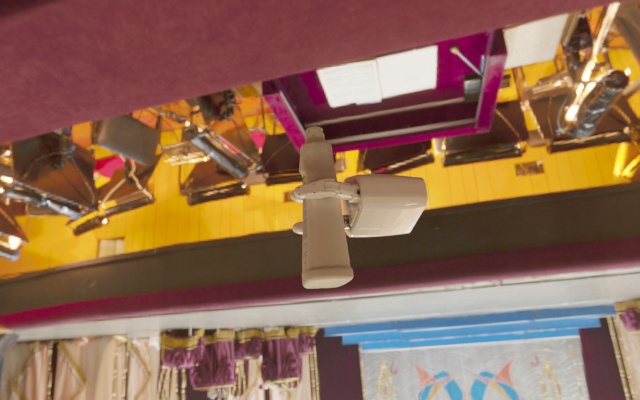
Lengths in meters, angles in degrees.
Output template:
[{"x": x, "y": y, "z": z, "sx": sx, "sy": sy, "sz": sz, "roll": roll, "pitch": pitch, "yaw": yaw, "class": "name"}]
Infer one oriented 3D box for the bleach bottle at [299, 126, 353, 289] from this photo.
[{"x": 0.000, "y": 0.002, "z": 0.729, "sx": 0.068, "sy": 0.250, "sz": 0.102, "roll": -1, "pitch": -18, "yaw": -11, "class": "bleach bottle"}]
